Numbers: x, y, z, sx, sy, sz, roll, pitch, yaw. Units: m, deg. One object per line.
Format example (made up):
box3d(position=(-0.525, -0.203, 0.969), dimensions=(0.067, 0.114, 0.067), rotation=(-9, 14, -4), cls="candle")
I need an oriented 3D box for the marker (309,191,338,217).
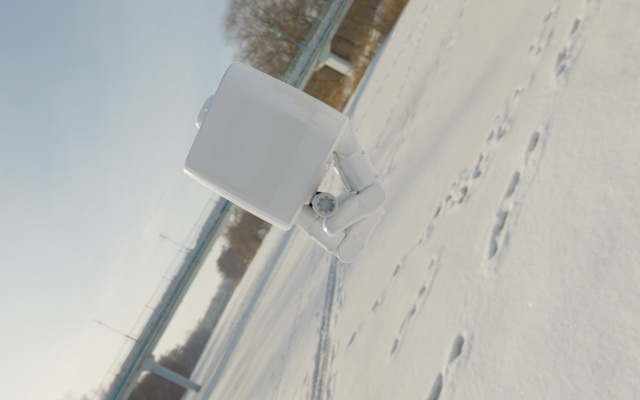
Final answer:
box3d(position=(0.000, 0.001, 0.424), dimensions=(0.020, 0.020, 0.121), rotation=(0, 2, -4), cls="marker")
